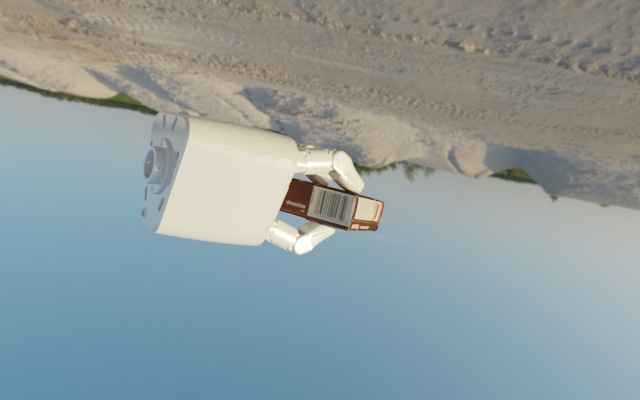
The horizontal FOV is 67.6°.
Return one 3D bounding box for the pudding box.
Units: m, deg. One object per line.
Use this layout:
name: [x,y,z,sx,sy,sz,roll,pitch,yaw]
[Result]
pudding box: [0.000,0.002,0.507,0.113,0.039,0.090,17,4,24]
